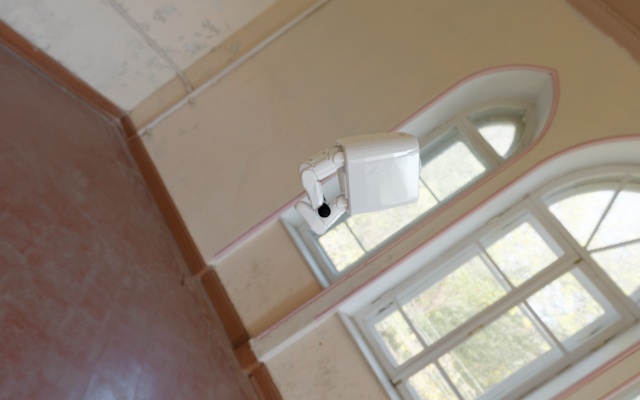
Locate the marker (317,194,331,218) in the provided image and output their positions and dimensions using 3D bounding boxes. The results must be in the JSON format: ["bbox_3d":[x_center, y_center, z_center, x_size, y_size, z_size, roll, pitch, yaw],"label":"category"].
[{"bbox_3d":[0.000,0.002,0.725,0.020,0.020,0.121,0,14,-6],"label":"marker"}]
